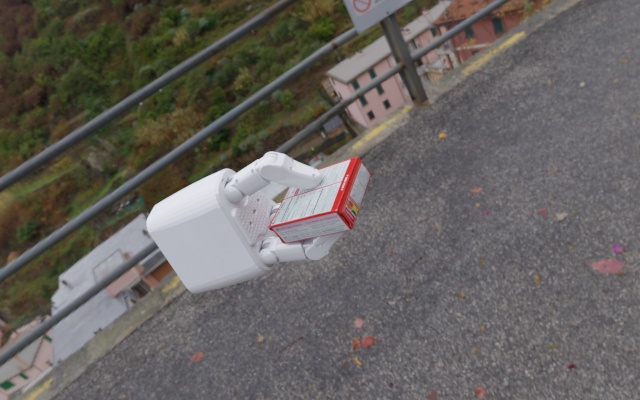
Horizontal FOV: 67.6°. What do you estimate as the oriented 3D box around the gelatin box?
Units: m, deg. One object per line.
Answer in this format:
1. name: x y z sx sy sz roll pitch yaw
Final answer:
1. gelatin box: 0.000 0.001 0.469 0.089 0.073 0.030 -16 -53 38
